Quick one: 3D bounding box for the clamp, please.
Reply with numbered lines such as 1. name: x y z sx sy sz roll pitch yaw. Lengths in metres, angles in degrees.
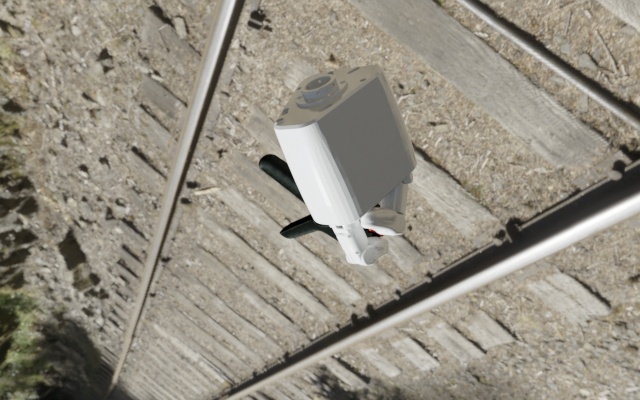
1. clamp: 0.000 0.002 0.546 0.171 0.120 0.039 3 42 38
